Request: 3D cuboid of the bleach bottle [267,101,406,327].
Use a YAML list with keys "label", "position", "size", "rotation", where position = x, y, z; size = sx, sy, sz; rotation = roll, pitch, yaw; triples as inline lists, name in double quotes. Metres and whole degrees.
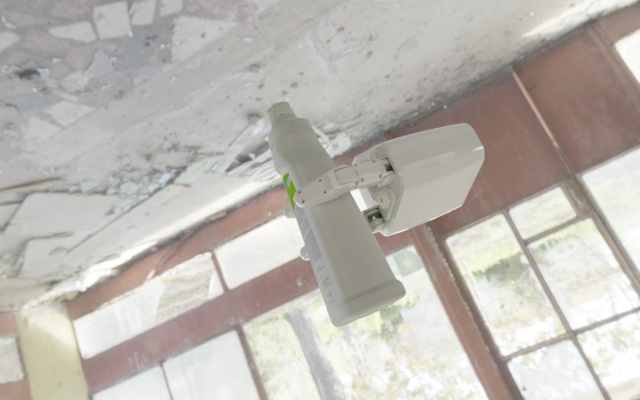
- label: "bleach bottle"
  position: [0.000, 0.002, 0.507]
  size: [0.068, 0.250, 0.103]
  rotation: [-18, -17, -18]
